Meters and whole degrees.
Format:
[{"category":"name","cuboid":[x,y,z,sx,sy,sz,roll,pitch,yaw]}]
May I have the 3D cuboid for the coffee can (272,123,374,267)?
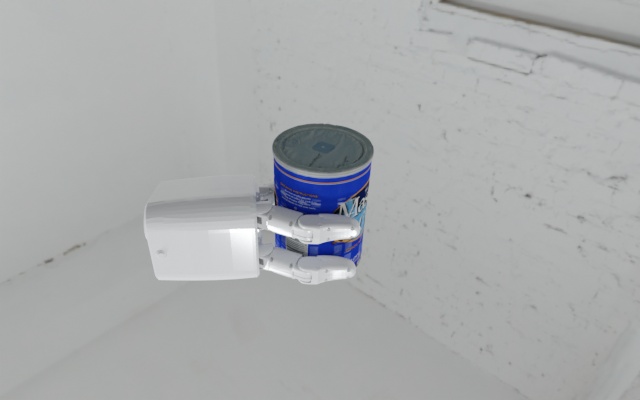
[{"category":"coffee can","cuboid":[0.000,0.002,0.520,0.103,0.140,0.102,2,35,-1]}]
